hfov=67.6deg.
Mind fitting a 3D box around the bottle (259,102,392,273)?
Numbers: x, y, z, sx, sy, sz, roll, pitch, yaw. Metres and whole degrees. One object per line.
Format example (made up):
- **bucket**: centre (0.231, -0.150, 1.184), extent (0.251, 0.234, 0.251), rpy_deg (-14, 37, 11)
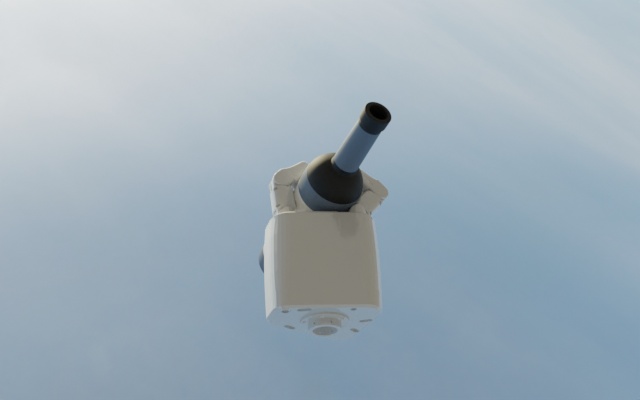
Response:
- **bottle**: centre (0.000, 0.002, 0.547), extent (0.069, 0.069, 0.296), rpy_deg (0, -34, -26)
